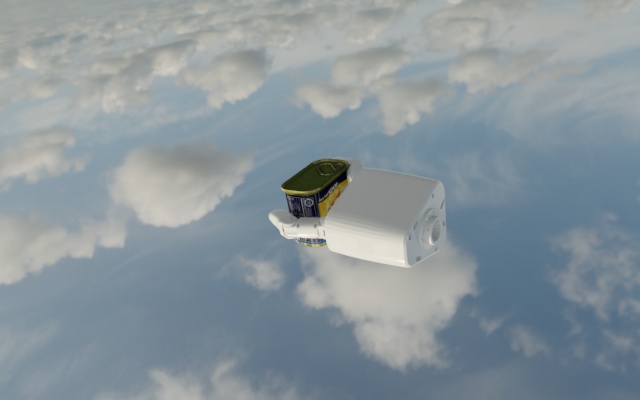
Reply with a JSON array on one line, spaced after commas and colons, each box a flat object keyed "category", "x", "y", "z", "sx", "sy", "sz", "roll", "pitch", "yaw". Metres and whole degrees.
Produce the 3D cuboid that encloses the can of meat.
[{"category": "can of meat", "x": 0.000, "y": 0.002, "z": 0.641, "sx": 0.057, "sy": 0.084, "sz": 0.102, "roll": 7, "pitch": 31, "yaw": 33}]
